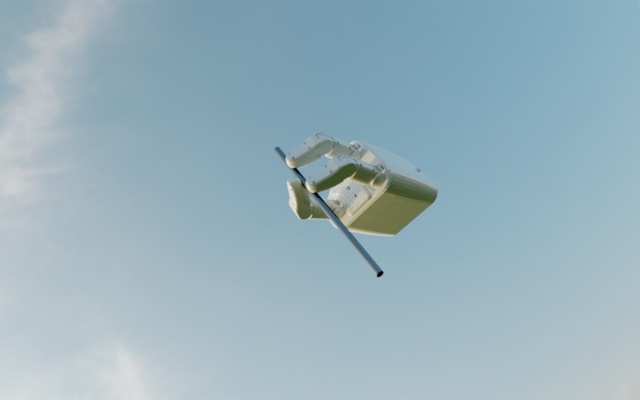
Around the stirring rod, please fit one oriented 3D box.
[{"bbox_3d":[0.000,0.002,0.529,0.011,0.011,0.239,0,34,-34],"label":"stirring rod"}]
